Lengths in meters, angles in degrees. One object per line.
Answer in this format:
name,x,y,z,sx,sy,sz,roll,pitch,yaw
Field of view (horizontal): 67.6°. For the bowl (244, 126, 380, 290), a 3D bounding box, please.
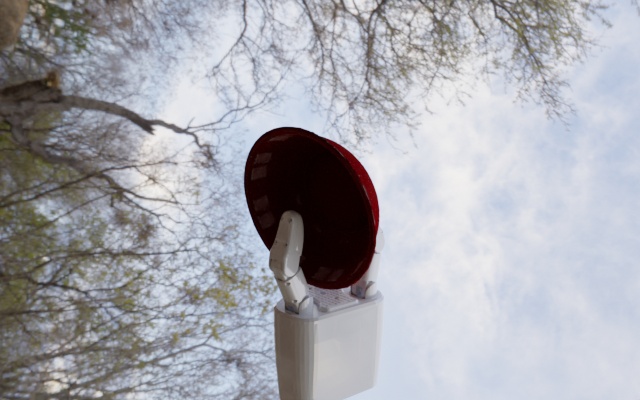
bowl,0.000,0.000,0.457,0.162,0.162,0.055,0,21,44
